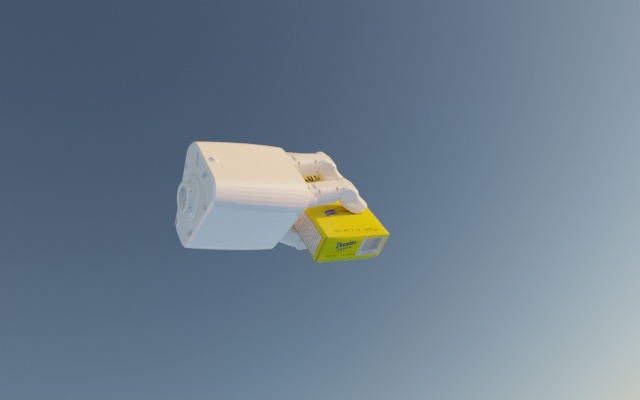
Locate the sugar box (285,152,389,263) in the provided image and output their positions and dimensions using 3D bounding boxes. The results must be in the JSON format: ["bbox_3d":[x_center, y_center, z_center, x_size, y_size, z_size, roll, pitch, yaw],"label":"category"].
[{"bbox_3d":[0.000,0.002,0.605,0.093,0.048,0.176,0,39,-34],"label":"sugar box"}]
